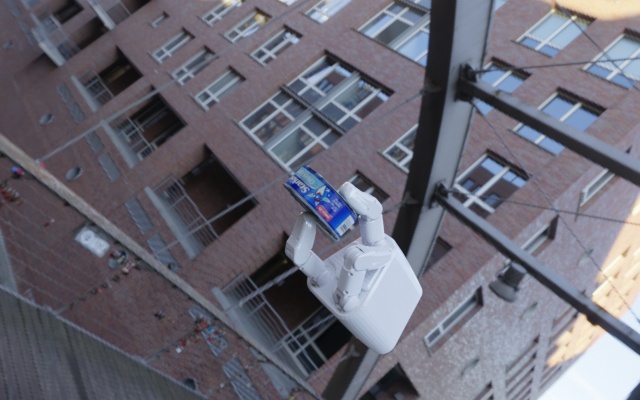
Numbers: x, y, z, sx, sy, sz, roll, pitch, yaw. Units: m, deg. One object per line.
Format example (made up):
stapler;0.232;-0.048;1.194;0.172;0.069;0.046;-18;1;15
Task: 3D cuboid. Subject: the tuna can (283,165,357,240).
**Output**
tuna can;0.000;0.001;0.526;0.034;0.086;0.086;-44;5;-5
